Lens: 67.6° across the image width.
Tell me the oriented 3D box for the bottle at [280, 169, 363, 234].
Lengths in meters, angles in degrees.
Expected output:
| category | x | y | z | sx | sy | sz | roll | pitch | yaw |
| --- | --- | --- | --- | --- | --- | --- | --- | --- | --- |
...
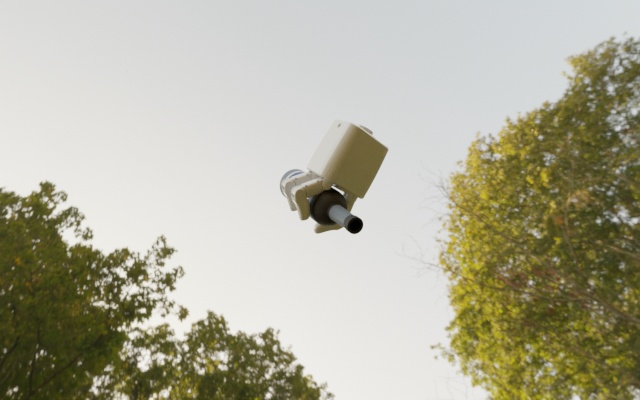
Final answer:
| category | x | y | z | sx | sy | sz | roll | pitch | yaw |
| --- | --- | --- | --- | --- | --- | --- | --- | --- | --- |
| bottle | 0.000 | 0.003 | 0.859 | 0.069 | 0.069 | 0.295 | 0 | 14 | -22 |
